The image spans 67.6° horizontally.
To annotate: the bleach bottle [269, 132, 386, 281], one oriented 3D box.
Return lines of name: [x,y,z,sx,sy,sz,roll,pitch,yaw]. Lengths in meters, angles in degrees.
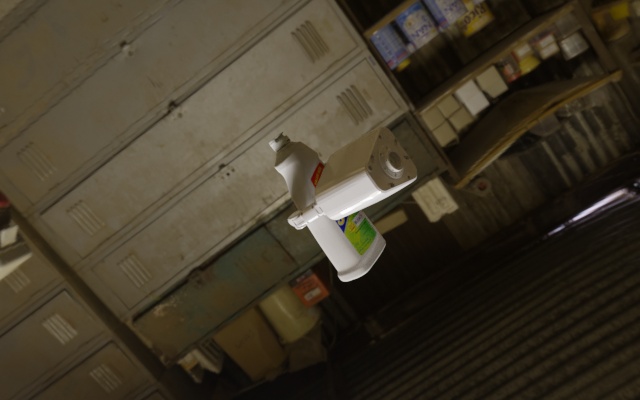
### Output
bleach bottle: [0.000,0.003,0.769,0.068,0.251,0.102,-29,12,43]
